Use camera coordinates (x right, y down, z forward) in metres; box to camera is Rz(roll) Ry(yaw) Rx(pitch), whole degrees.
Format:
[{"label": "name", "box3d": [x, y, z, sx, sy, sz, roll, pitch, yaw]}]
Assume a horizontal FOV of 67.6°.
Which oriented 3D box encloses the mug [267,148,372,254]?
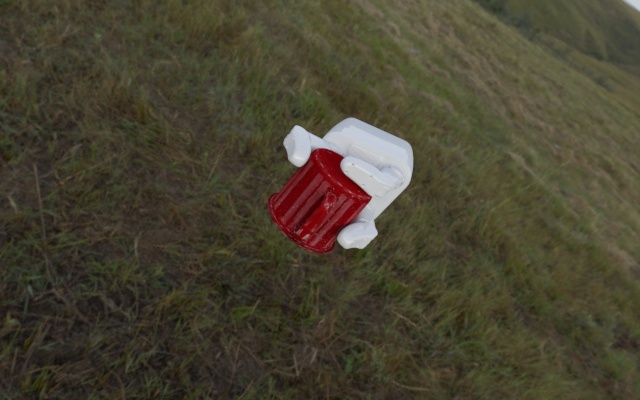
[{"label": "mug", "box3d": [0.000, 0.002, 0.510, 0.093, 0.081, 0.117, 39, 24, -4]}]
